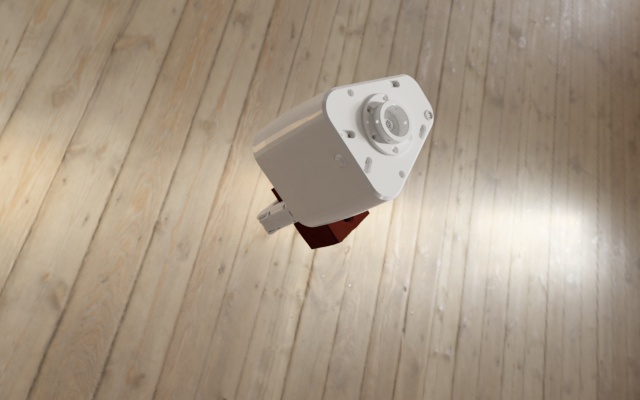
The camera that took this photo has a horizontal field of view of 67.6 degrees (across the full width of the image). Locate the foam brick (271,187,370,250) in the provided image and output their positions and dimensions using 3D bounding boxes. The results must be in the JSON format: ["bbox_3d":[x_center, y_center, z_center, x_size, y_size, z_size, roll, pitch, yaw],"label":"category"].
[{"bbox_3d":[0.000,0.002,0.473,0.053,0.078,0.051,-41,13,-35],"label":"foam brick"}]
